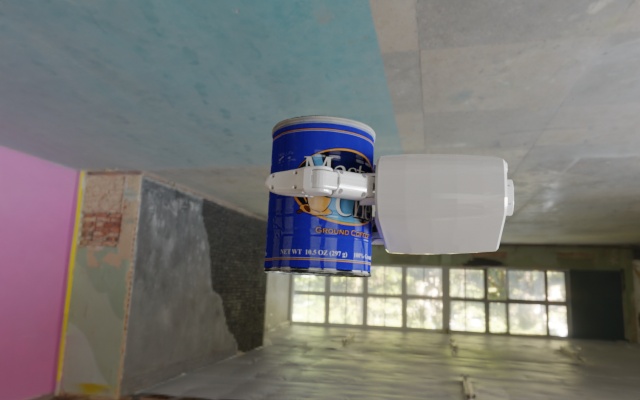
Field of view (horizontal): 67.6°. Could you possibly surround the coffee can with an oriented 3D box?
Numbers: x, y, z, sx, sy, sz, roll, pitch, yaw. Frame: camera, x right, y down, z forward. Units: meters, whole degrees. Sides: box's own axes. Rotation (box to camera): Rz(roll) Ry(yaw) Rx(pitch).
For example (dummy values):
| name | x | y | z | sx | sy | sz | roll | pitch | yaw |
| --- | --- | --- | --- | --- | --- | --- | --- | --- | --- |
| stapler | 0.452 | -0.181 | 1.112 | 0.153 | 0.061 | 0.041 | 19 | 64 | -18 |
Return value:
| name | x | y | z | sx | sy | sz | roll | pitch | yaw |
| --- | --- | --- | --- | --- | --- | --- | --- | --- | --- |
| coffee can | 0.000 | 0.001 | 0.464 | 0.103 | 0.140 | 0.103 | 3 | -10 | 0 |
